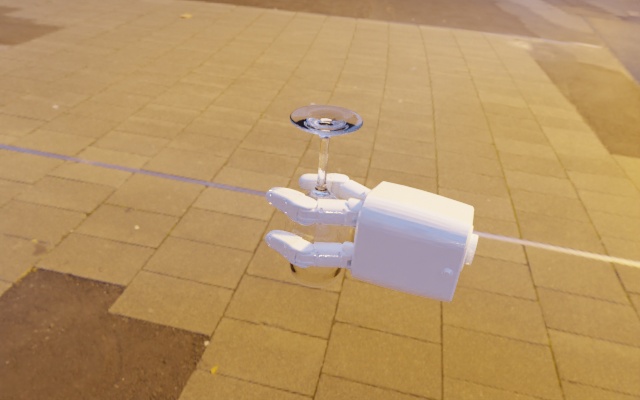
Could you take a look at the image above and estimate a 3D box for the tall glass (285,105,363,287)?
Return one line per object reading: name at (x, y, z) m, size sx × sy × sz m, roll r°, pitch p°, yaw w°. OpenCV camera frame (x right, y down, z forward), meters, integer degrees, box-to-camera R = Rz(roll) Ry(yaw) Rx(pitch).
tall glass at (0.000, 0.001, 0.532) m, size 0.079 × 0.201 × 0.079 m, roll 3°, pitch 32°, yaw -2°
